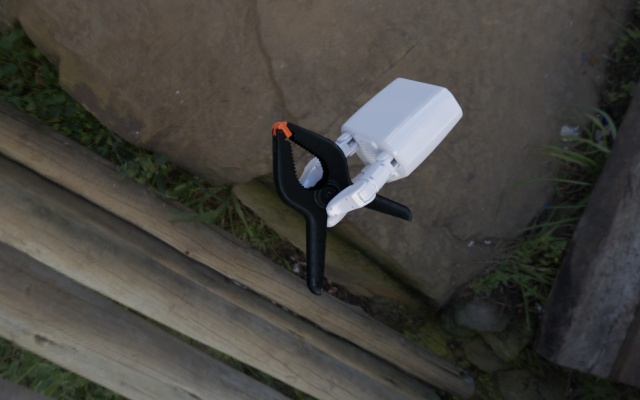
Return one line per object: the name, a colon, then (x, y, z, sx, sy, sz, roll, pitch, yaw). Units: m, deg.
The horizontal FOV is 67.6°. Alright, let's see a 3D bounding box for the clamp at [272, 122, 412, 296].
clamp: (0.000, 0.001, 0.575, 0.164, 0.210, 0.036, -44, 20, -11)
